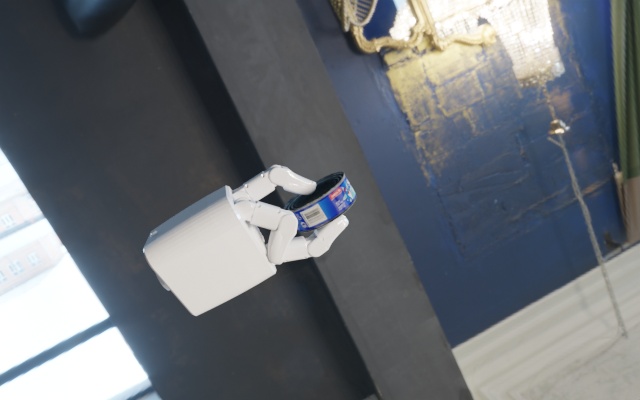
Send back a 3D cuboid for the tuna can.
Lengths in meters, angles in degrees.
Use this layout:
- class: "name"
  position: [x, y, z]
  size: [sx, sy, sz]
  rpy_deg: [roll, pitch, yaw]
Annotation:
- class: "tuna can"
  position: [0.000, 0.002, 0.582]
  size: [0.086, 0.034, 0.086]
  rpy_deg: [-30, 14, 8]
